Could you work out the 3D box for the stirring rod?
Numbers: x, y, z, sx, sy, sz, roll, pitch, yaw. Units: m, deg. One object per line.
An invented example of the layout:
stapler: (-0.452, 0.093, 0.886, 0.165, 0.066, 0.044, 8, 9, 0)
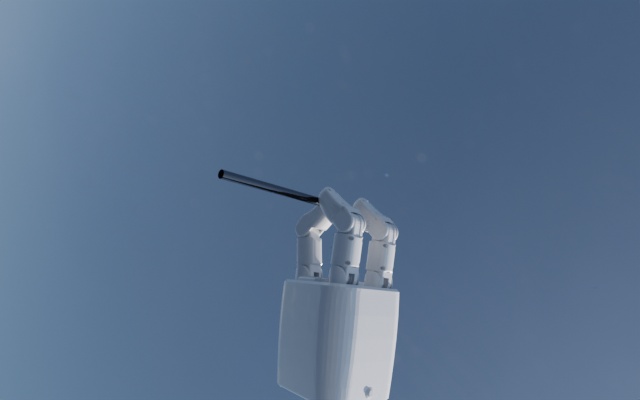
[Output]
stirring rod: (0.000, 0.002, 0.473, 0.011, 0.011, 0.239, 0, -11, 43)
